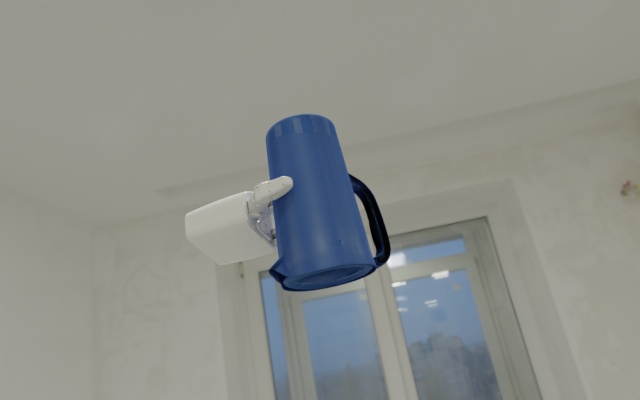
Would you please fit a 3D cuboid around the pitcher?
[{"bbox_3d":[0.000,0.002,0.694,0.145,0.242,0.149,-18,-22,18],"label":"pitcher"}]
